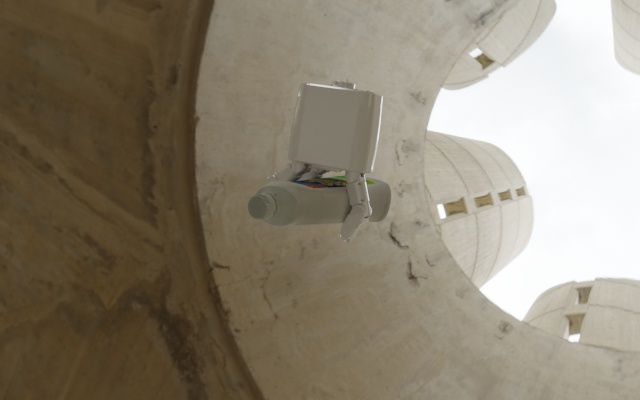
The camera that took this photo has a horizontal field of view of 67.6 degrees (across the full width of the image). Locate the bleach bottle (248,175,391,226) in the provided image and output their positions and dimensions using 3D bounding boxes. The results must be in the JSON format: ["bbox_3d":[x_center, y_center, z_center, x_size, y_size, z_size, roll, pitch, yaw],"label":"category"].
[{"bbox_3d":[0.000,0.002,0.660,0.102,0.068,0.251,14,11,31],"label":"bleach bottle"}]
